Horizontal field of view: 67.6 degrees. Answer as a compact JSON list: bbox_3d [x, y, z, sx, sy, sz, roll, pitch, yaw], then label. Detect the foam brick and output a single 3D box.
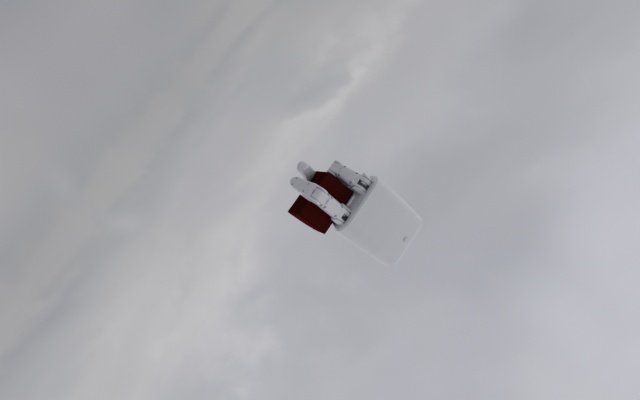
[{"bbox_3d":[0.000,0.002,0.702,0.051,0.078,0.053,38,-9,-21],"label":"foam brick"}]
